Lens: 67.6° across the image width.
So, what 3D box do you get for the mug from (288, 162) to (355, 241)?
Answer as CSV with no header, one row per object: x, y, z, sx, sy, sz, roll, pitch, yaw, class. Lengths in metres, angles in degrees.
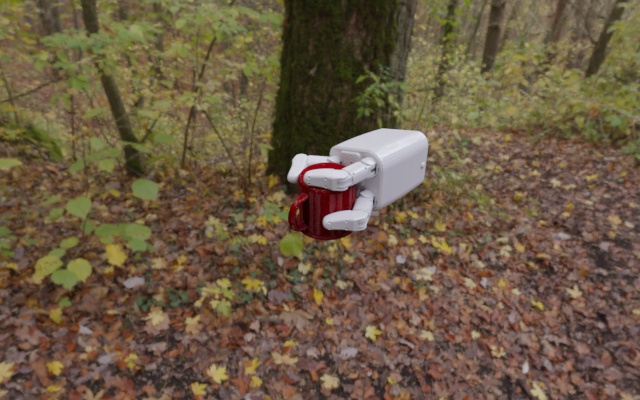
-0.001,0.003,0.684,0.117,0.082,0.093,-27,42,-32,mug
